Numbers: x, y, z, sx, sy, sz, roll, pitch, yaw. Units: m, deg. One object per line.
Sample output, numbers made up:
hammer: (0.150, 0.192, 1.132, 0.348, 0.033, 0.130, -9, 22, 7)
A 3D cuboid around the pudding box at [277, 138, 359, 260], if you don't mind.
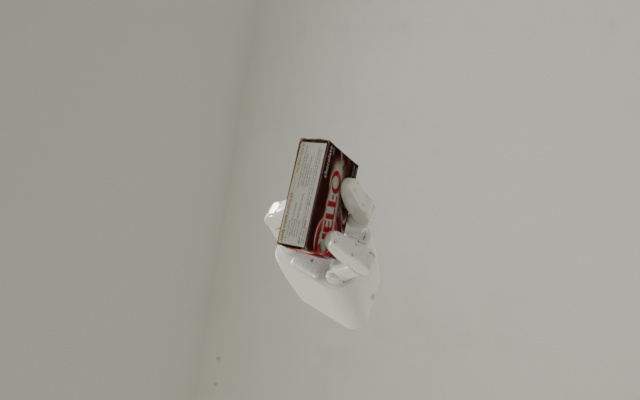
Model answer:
pudding box: (0.000, 0.002, 0.503, 0.039, 0.113, 0.090, 6, -9, 24)
